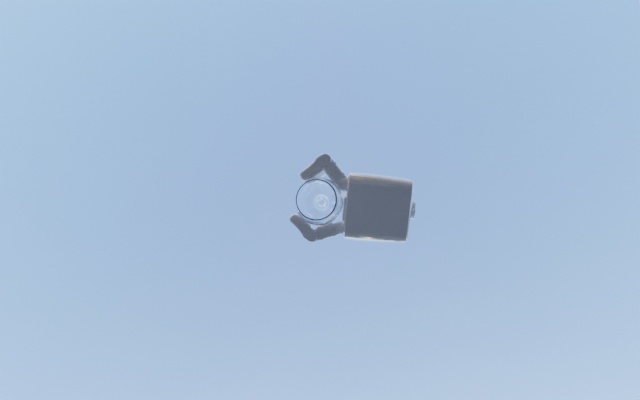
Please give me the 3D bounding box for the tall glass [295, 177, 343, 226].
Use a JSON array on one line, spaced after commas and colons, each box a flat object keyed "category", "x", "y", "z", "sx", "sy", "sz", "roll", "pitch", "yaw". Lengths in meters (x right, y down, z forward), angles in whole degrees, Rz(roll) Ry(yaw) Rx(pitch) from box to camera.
[{"category": "tall glass", "x": 0.000, "y": 0.003, "z": 0.806, "sx": 0.079, "sy": 0.079, "sz": 0.201, "roll": 0, "pitch": -2, "yaw": 4}]
